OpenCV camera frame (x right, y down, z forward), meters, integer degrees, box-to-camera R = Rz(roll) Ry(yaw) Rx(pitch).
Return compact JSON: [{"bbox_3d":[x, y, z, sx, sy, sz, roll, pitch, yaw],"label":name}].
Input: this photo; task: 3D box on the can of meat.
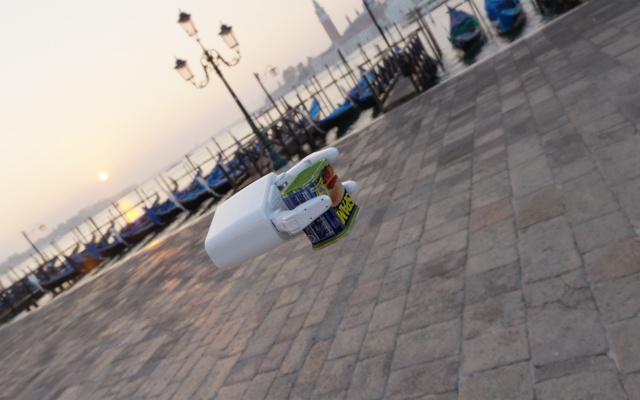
[{"bbox_3d":[0.000,0.002,0.621,0.057,0.084,0.102,-27,14,25],"label":"can of meat"}]
